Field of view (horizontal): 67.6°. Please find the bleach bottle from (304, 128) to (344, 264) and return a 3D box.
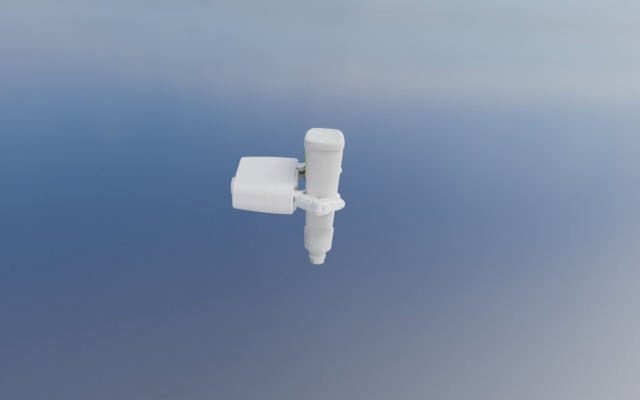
[{"bbox_3d":[0.000,0.003,0.863,0.068,0.251,0.102,4,22,1],"label":"bleach bottle"}]
